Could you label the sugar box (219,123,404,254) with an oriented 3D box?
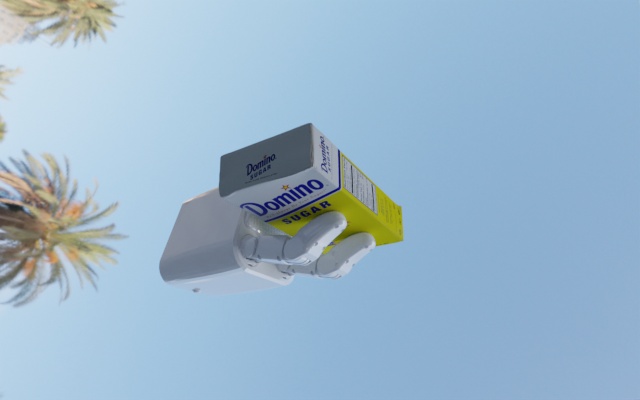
[{"bbox_3d":[0.000,0.002,0.435,0.093,0.048,0.176,-16,-27,28],"label":"sugar box"}]
